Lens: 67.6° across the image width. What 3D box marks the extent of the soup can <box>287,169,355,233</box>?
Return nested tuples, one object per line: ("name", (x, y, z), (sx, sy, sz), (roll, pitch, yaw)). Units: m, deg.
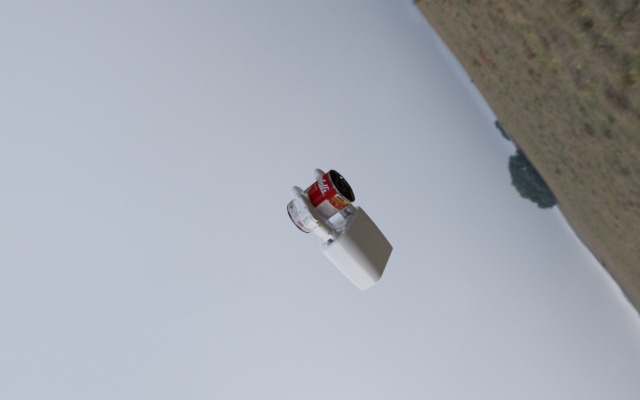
("soup can", (0.000, 0.003, 0.828), (0.102, 0.068, 0.068), (-37, -16, 22))
